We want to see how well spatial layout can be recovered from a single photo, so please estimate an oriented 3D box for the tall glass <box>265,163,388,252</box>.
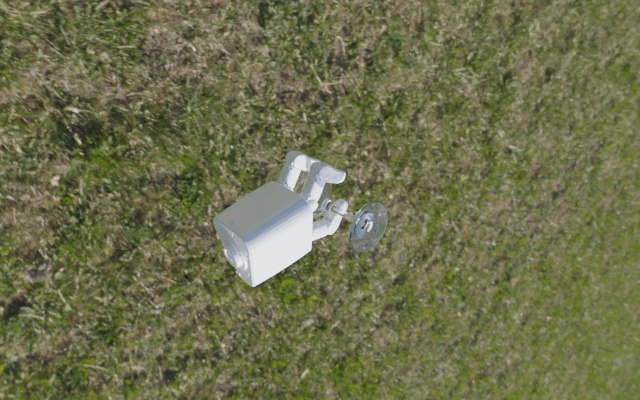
[{"bbox_3d":[0.001,0.003,0.710,0.079,0.079,0.201,0,20,-44],"label":"tall glass"}]
